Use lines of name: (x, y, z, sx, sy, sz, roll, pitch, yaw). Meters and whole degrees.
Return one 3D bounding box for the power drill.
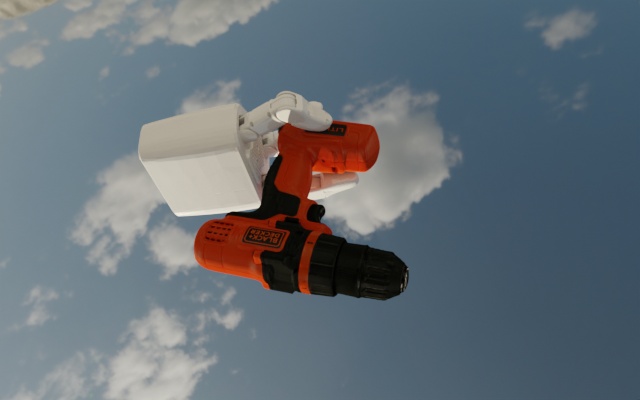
power drill: (0.000, 0.001, 0.442, 0.184, 0.057, 0.187, 9, 46, 14)
